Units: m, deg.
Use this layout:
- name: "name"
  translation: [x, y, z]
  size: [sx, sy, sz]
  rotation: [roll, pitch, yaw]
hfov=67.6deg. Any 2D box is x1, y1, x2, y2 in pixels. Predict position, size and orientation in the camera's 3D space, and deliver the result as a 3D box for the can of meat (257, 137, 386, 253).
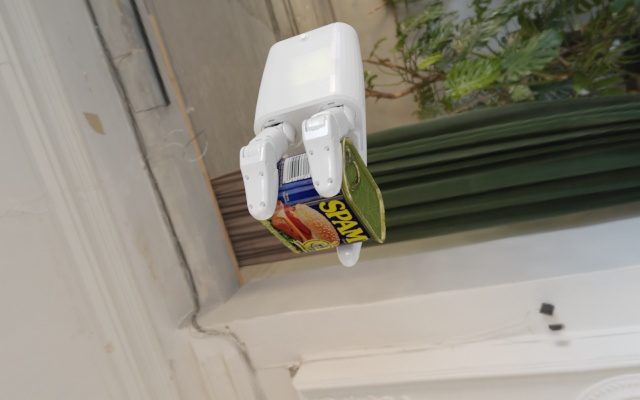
- name: "can of meat"
  translation: [0.000, 0.002, 0.406]
  size: [0.084, 0.057, 0.102]
  rotation: [-12, -35, 20]
